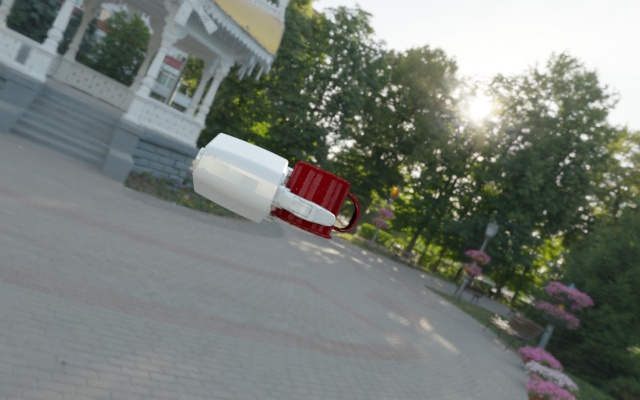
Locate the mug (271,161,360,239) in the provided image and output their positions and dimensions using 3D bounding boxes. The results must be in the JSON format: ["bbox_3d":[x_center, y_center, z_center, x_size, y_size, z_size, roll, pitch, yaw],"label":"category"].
[{"bbox_3d":[0.002,0.003,0.659,0.117,0.081,0.093,24,1,-8],"label":"mug"}]
